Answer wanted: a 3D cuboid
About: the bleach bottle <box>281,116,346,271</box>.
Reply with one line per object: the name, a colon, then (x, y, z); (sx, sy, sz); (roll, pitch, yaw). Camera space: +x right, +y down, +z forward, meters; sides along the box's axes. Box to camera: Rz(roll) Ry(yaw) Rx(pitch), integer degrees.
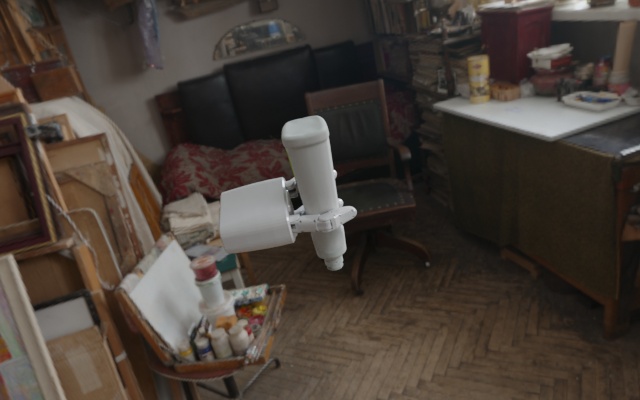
bleach bottle: (0.000, 0.002, 0.743); (0.068, 0.251, 0.102); (-12, 25, 1)
